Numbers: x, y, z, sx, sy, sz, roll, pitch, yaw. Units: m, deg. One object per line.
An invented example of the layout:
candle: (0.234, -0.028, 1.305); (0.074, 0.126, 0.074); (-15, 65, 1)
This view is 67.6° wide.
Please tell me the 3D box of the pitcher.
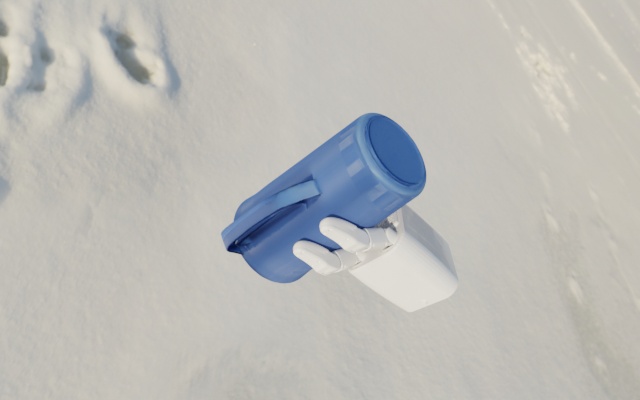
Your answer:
pitcher: (0.000, 0.002, 0.584); (0.145, 0.149, 0.243); (38, -48, -18)
